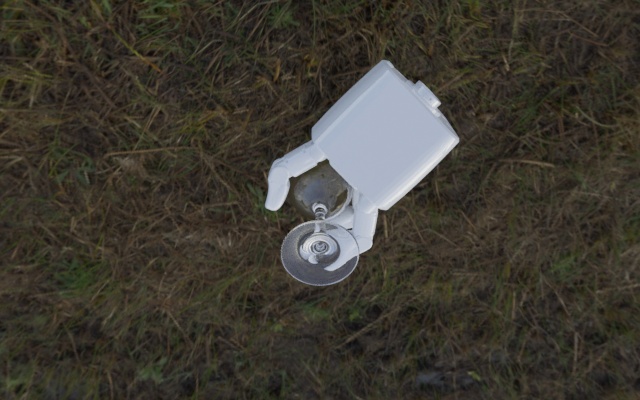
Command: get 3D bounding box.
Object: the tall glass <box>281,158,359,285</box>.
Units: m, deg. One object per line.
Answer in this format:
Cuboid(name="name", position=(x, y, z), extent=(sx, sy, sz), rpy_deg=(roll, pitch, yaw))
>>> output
Cuboid(name="tall glass", position=(0.000, 0.002, 0.533), extent=(0.079, 0.079, 0.201), rpy_deg=(0, 29, 0))
